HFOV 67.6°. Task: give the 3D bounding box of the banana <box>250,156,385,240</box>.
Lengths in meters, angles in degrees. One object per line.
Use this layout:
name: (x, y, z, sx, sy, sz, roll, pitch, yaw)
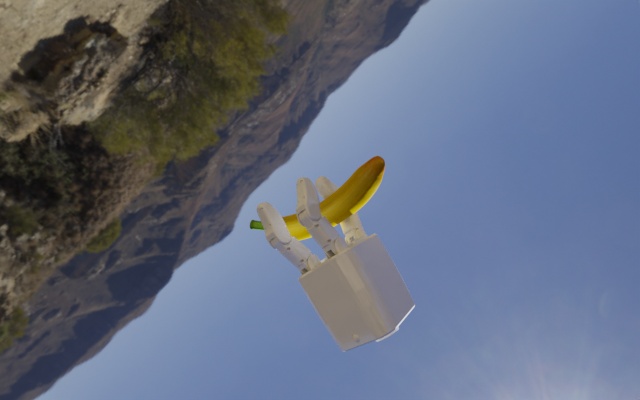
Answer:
banana: (0.007, 0.009, 0.601, 0.198, 0.037, 0.070, -29, -30, 22)
